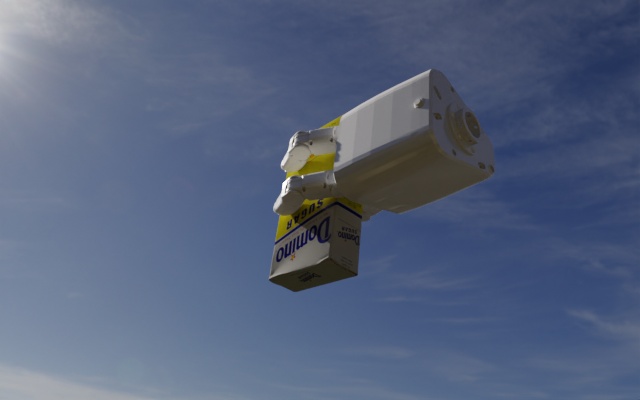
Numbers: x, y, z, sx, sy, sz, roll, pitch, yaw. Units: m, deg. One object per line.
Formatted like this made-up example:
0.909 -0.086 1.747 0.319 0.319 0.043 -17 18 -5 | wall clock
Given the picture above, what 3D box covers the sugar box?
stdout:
0.000 0.001 0.510 0.048 0.176 0.093 33 -39 -33 | sugar box
